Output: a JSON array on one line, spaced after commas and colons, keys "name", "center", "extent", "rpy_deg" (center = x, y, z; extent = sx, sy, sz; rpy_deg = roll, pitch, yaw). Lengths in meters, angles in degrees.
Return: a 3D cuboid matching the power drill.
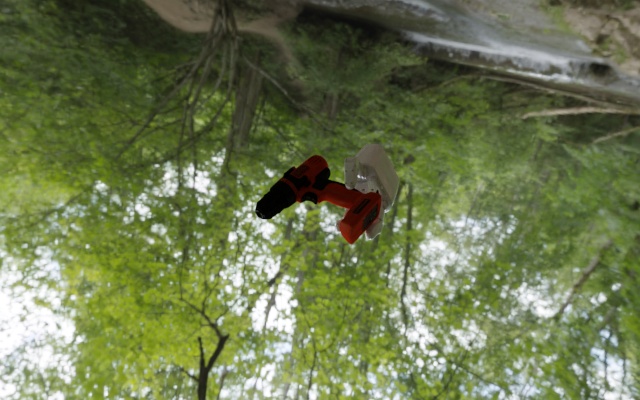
[{"name": "power drill", "center": [0.001, 0.003, 0.864], "extent": [0.187, 0.057, 0.184], "rpy_deg": [29, 53, 25]}]
